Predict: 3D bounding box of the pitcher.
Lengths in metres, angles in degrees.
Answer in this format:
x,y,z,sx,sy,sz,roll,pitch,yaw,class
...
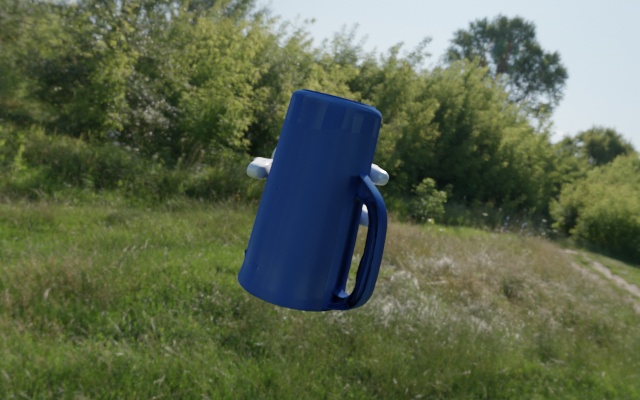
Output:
x,y,z,sx,sy,sz,roll,pitch,yaw,class
0.000,0.002,0.564,0.149,0.243,0.145,13,10,-8,pitcher
